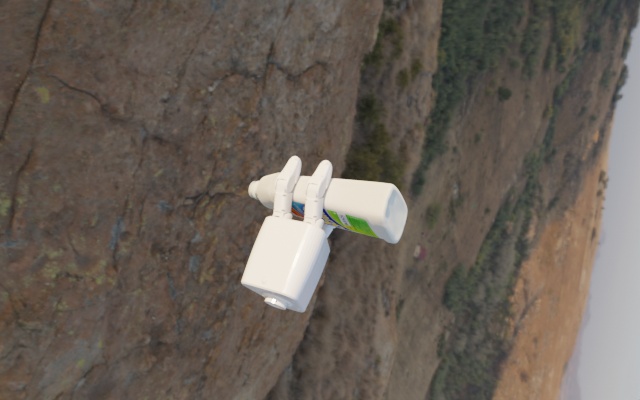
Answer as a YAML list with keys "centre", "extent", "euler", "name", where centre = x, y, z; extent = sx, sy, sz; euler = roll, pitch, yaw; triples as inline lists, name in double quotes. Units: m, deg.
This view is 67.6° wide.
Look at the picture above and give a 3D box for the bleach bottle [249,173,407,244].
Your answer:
- centre: [0.000, 0.002, 0.742]
  extent: [0.251, 0.068, 0.103]
  euler: [9, -24, 29]
  name: "bleach bottle"
